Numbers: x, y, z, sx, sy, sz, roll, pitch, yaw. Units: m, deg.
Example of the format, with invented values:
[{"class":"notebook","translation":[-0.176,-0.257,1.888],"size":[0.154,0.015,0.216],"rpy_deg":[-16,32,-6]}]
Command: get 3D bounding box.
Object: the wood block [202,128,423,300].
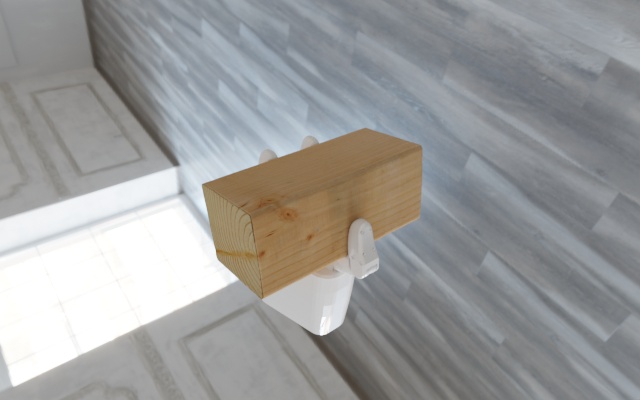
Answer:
[{"class":"wood block","translation":[0.000,0.002,0.485],"size":[0.206,0.090,0.090],"rpy_deg":[-23,34,-32]}]
